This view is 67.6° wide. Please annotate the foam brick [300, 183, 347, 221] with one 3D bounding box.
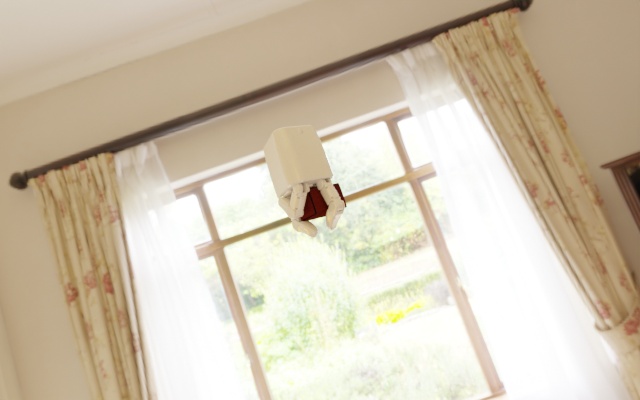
[{"bbox_3d":[0.000,0.003,0.894,0.078,0.051,0.053,-12,-12,-39],"label":"foam brick"}]
